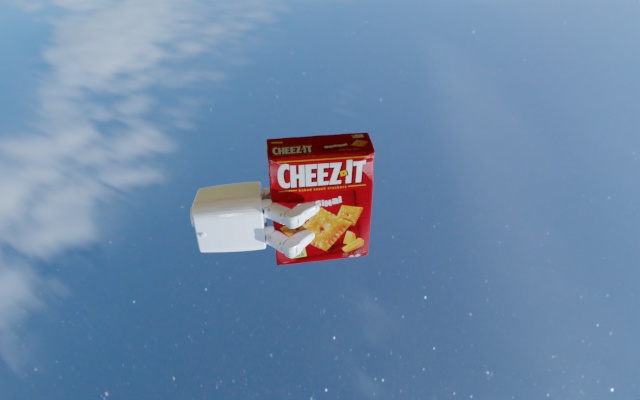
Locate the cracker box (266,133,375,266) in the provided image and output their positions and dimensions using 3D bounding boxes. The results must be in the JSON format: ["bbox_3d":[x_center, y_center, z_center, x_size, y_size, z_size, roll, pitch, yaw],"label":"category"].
[{"bbox_3d":[0.000,0.003,0.787,0.164,0.214,0.072,-5,36,-6],"label":"cracker box"}]
